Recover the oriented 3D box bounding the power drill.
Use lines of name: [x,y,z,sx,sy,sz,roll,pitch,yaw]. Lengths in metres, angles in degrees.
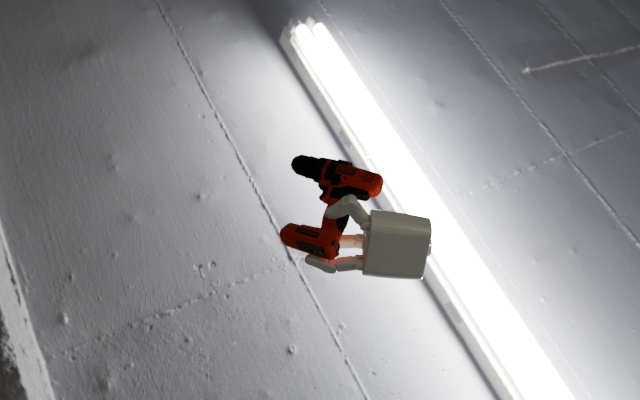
power drill: [0.000,0.003,0.861,0.184,0.187,0.057,16,-29,22]
